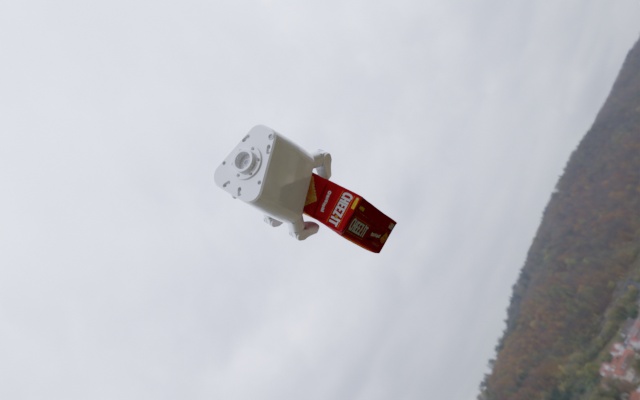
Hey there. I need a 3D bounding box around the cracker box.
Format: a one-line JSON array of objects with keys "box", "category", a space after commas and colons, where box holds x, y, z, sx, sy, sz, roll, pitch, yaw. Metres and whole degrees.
[{"box": [0.000, 0.002, 0.798, 0.213, 0.072, 0.164, 28, -1, 31], "category": "cracker box"}]
